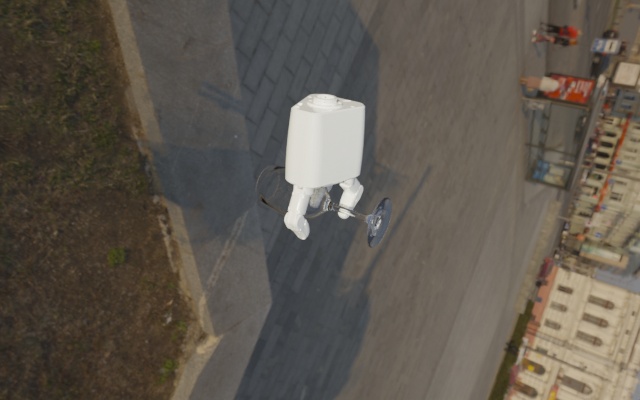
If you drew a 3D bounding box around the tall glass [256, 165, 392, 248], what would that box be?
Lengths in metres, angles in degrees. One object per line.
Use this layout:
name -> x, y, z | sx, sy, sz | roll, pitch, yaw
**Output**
tall glass -> 0.001, 0.003, 0.714 | 0.201, 0.079, 0.079 | 19, 9, 27
